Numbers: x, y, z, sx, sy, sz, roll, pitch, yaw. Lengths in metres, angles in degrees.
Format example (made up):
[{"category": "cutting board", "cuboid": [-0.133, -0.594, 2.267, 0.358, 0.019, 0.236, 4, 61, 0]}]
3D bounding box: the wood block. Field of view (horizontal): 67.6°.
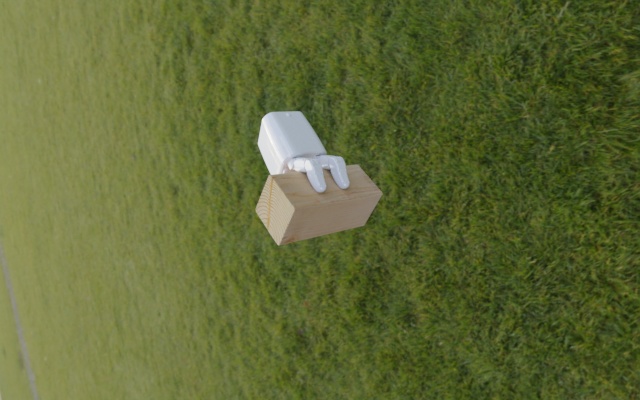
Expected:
[{"category": "wood block", "cuboid": [0.000, 0.003, 0.872, 0.206, 0.091, 0.090, -10, 50, -39]}]
